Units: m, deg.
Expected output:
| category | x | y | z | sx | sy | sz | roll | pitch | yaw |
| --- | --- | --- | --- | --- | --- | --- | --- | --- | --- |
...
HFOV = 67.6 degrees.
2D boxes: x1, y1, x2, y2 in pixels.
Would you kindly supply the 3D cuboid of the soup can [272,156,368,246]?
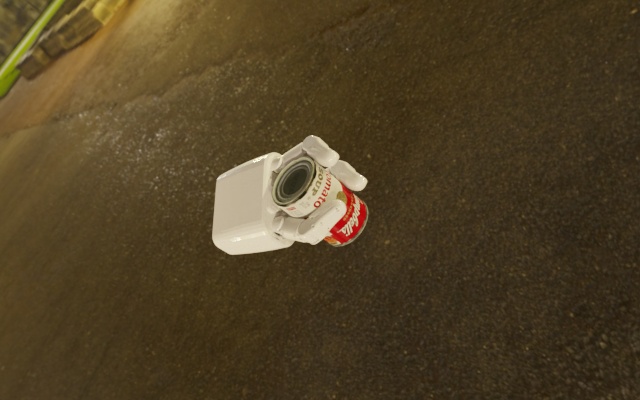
| category | x | y | z | sx | sy | sz | roll | pitch | yaw |
| --- | --- | --- | --- | --- | --- | --- | --- | --- | --- |
| soup can | 0.000 | 0.002 | 0.568 | 0.068 | 0.068 | 0.102 | 0 | -30 | 47 |
